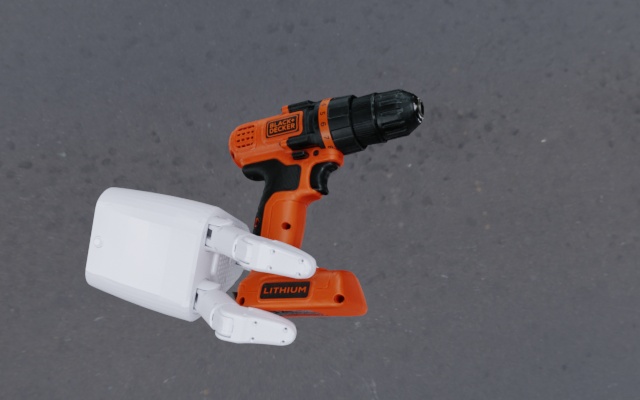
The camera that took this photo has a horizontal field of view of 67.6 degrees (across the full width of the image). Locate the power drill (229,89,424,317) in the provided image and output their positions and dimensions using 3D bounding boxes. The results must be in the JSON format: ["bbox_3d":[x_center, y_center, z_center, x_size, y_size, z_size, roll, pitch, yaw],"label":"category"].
[{"bbox_3d":[0.000,0.002,0.405,0.184,0.187,0.057,-9,-24,27],"label":"power drill"}]
